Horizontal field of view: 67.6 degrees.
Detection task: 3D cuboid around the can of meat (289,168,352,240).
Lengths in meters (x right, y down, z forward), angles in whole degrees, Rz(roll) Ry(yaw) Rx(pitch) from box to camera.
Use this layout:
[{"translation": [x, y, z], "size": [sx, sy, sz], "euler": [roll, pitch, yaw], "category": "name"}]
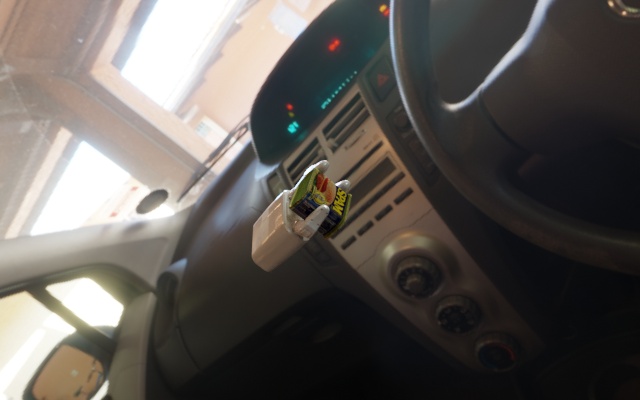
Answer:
[{"translation": [0.000, 0.002, 0.814], "size": [0.057, 0.084, 0.102], "euler": [-43, 16, 31], "category": "can of meat"}]
